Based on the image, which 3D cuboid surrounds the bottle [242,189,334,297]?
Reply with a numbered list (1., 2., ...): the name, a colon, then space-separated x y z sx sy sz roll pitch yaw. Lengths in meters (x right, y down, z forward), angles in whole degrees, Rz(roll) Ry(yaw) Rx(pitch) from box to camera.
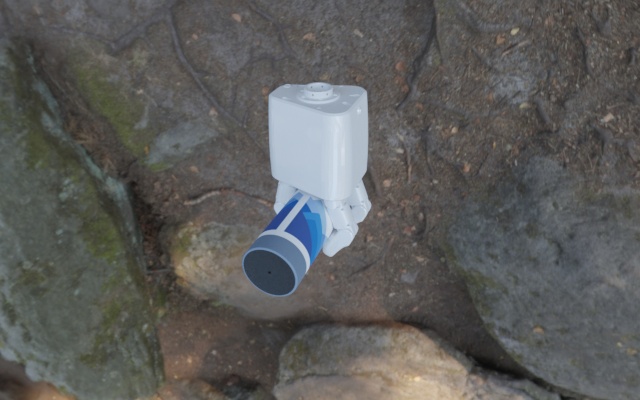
1. bottle: 0.000 0.002 0.622 0.069 0.069 0.295 0 31 26
